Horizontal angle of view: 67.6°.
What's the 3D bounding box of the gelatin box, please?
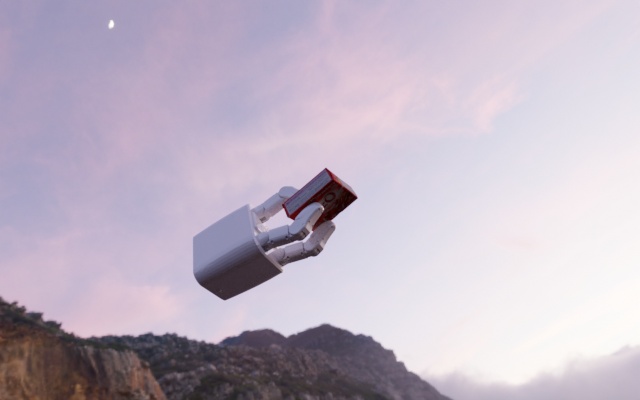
[{"bbox_3d":[0.000,0.002,0.701,0.089,0.030,0.073,-40,-39,13],"label":"gelatin box"}]
